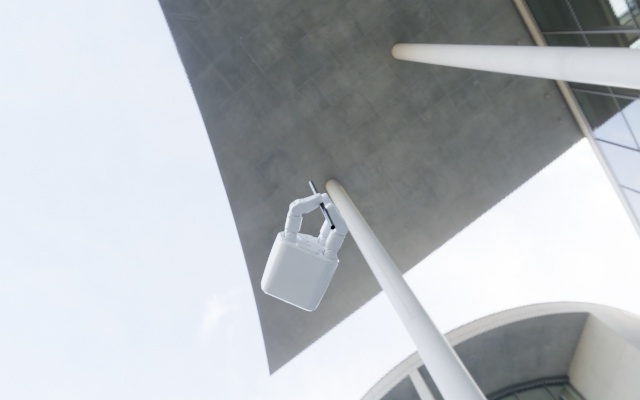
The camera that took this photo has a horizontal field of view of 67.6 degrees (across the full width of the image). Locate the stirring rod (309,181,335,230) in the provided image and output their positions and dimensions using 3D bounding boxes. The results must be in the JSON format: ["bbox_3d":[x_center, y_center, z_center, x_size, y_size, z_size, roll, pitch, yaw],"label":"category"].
[{"bbox_3d":[0.000,0.003,0.836,0.011,0.011,0.239,0,19,-9],"label":"stirring rod"}]
